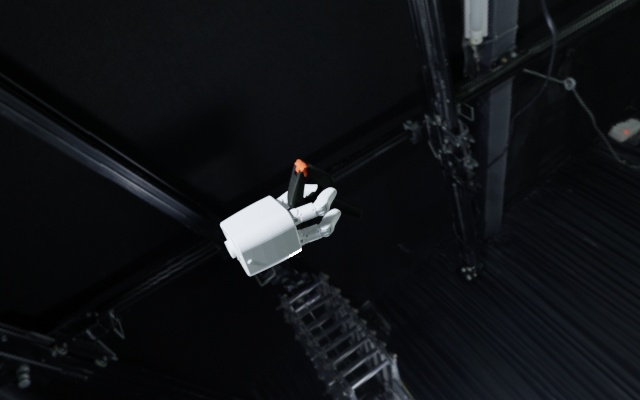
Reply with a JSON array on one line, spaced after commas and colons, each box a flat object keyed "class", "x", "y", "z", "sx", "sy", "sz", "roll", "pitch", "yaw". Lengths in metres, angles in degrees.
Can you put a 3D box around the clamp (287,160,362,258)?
[{"class": "clamp", "x": -0.001, "y": 0.002, "z": 0.891, "sx": 0.164, "sy": 0.210, "sz": 0.036, "roll": -28, "pitch": 46, "yaw": -16}]
